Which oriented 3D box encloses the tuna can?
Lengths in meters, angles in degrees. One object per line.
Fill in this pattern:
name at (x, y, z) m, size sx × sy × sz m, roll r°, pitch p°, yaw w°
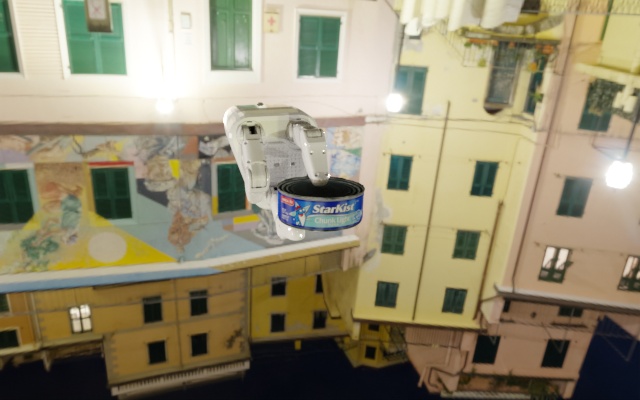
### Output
tuna can at (0.000, 0.002, 0.469) m, size 0.086 × 0.034 × 0.086 m, roll 2°, pitch 16°, yaw 0°
